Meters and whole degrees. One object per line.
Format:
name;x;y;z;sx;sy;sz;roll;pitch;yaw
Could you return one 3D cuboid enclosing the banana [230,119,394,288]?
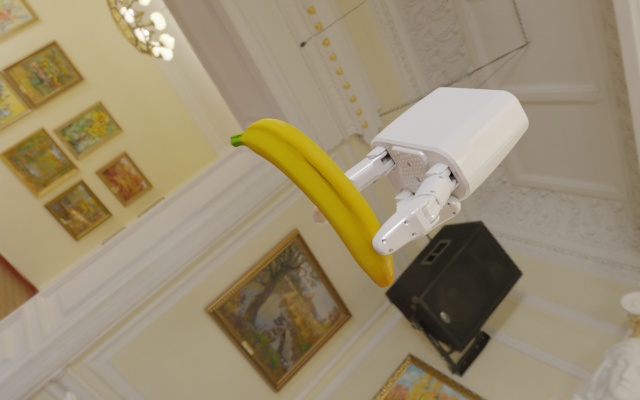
banana;0.001;-0.007;0.410;0.037;0.198;0.070;-42;-7;-21
